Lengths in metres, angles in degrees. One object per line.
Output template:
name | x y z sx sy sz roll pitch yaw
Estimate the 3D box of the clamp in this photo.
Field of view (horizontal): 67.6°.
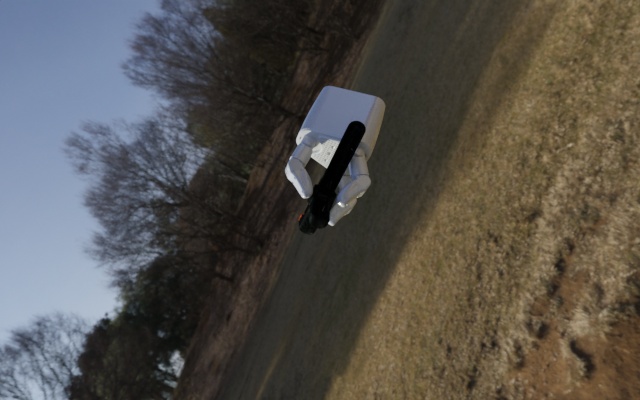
clamp | -0.001 0.002 0.687 0.036 0.164 0.210 26 -33 -3
